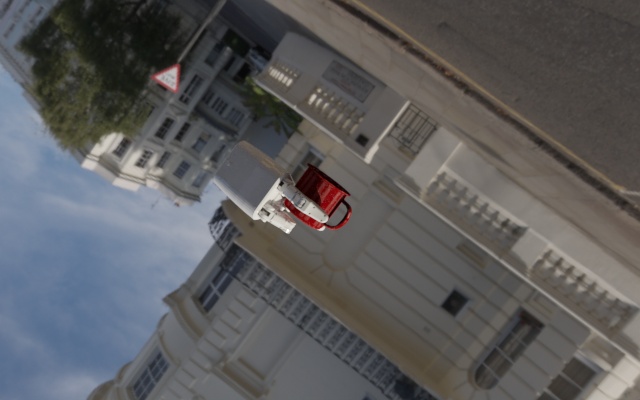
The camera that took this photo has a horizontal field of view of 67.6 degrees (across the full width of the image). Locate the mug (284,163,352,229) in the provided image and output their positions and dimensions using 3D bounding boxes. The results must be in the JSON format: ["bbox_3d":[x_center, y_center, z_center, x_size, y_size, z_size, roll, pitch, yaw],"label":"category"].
[{"bbox_3d":[0.001,0.004,0.817,0.117,0.081,0.093,39,7,17],"label":"mug"}]
